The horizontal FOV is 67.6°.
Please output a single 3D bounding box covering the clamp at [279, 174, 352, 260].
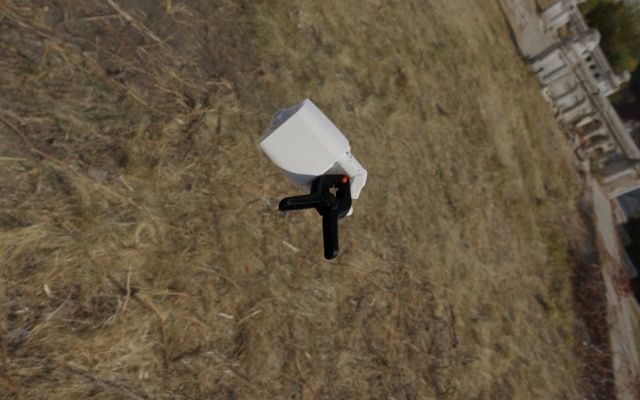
[{"bbox_3d":[0.001,0.002,0.772,0.039,0.120,0.171,-30,24,34],"label":"clamp"}]
